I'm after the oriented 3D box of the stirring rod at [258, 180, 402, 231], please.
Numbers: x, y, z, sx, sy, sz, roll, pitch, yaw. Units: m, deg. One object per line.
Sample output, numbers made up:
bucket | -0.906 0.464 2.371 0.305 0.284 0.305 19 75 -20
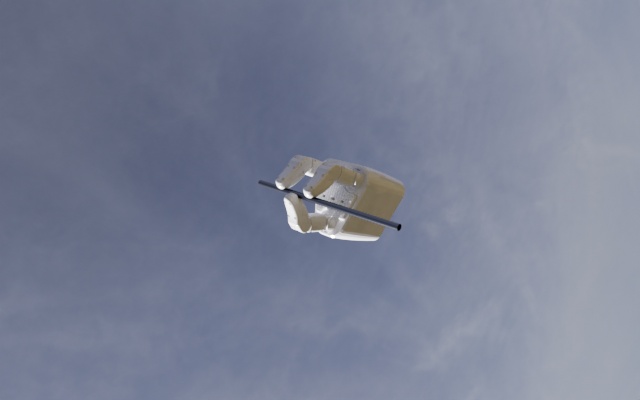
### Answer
stirring rod | 0.000 0.002 0.597 0.239 0.011 0.011 18 12 42
